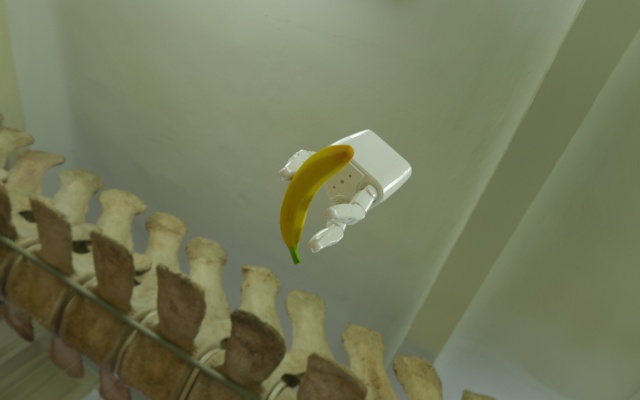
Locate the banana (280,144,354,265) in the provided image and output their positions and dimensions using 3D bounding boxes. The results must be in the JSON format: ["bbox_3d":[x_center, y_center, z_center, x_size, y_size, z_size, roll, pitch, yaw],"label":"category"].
[{"bbox_3d":[-0.014,-0.007,0.622,0.069,0.198,0.037,40,39,21],"label":"banana"}]
